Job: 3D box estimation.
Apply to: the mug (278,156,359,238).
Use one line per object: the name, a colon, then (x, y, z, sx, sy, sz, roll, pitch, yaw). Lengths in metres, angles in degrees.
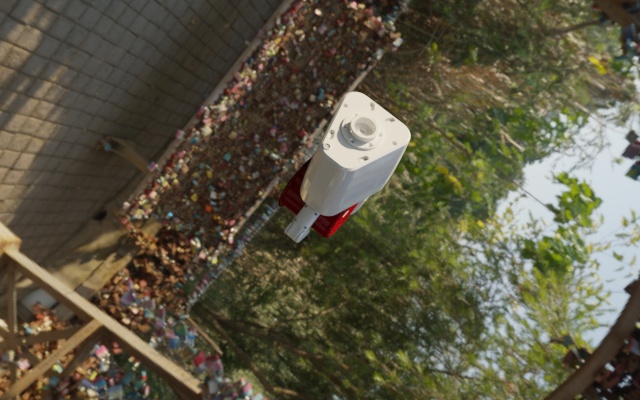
mug: (0.000, 0.003, 0.665, 0.081, 0.093, 0.117, 39, -29, 9)
